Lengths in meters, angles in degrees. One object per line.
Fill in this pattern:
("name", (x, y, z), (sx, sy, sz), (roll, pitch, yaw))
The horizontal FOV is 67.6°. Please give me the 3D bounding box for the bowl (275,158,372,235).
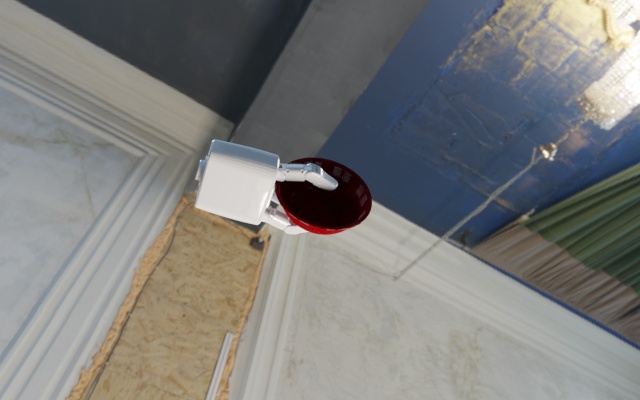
("bowl", (0.001, 0.003, 0.782), (0.162, 0.162, 0.055), (0, -43, -18))
